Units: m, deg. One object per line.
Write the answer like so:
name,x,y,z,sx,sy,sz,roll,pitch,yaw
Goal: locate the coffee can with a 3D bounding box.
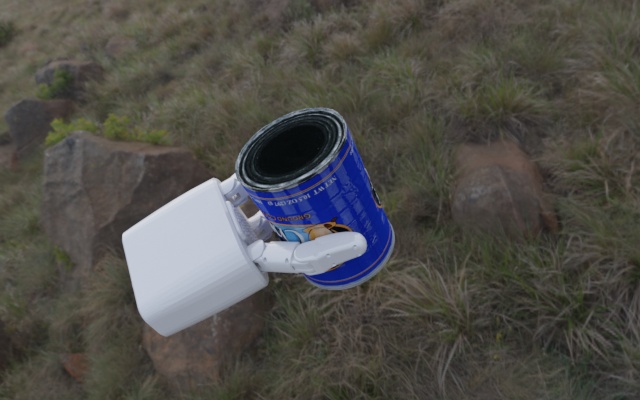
coffee can,0.000,0.001,0.442,0.103,0.102,0.140,0,-42,30
